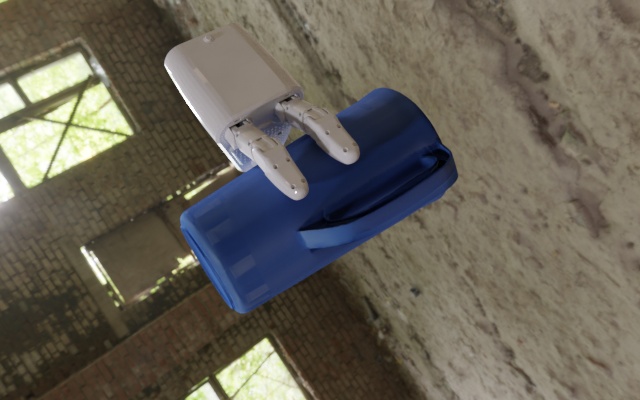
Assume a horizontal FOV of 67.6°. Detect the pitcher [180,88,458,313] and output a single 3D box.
[{"bbox_3d":[0.000,0.001,0.457,0.243,0.145,0.149,-32,-20,-19],"label":"pitcher"}]
